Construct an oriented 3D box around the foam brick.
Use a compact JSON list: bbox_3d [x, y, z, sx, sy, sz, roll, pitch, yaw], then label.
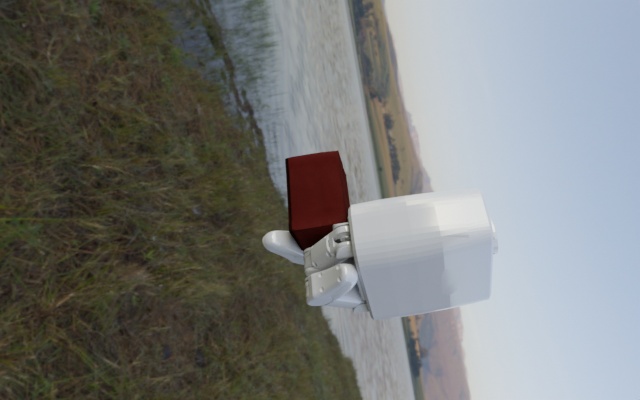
[{"bbox_3d":[0.000,0.001,0.443,0.051,0.078,0.053,-10,-29,9],"label":"foam brick"}]
